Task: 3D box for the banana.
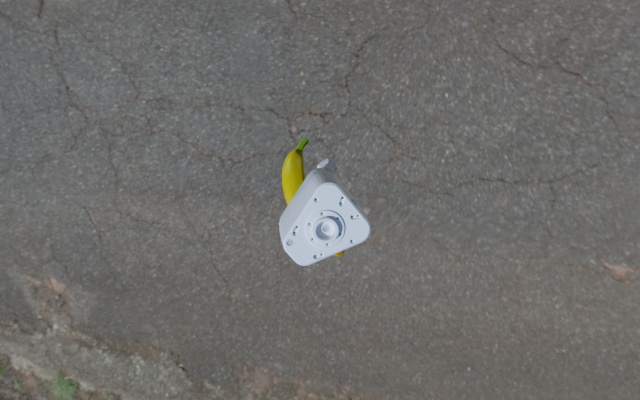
[{"bbox_3d":[-0.017,0.006,0.745,0.069,0.198,0.037,-21,10,-21],"label":"banana"}]
